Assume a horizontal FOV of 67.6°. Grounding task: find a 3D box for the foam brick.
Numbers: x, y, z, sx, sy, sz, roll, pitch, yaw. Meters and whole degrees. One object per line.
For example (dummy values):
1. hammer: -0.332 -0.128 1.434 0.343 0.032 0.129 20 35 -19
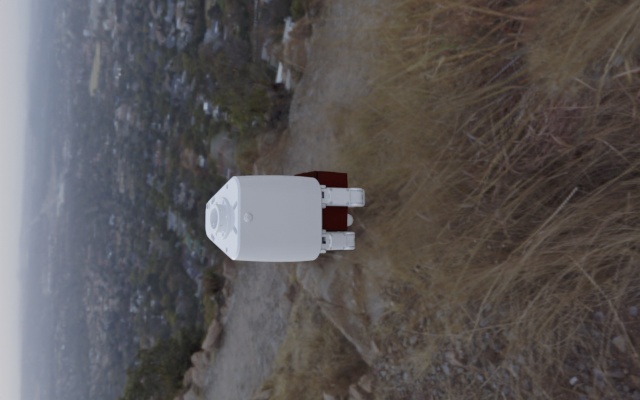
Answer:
1. foam brick: 0.000 0.002 0.621 0.051 0.078 0.053 3 -5 -35
